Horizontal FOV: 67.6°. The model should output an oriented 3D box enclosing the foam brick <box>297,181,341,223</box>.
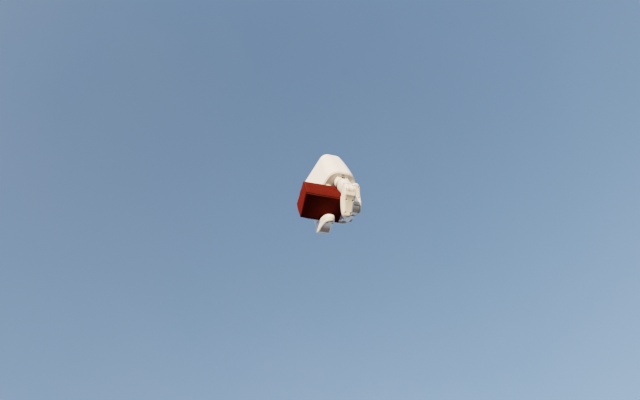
[{"bbox_3d":[0.000,0.003,0.894,0.078,0.053,0.051,10,25,-16],"label":"foam brick"}]
